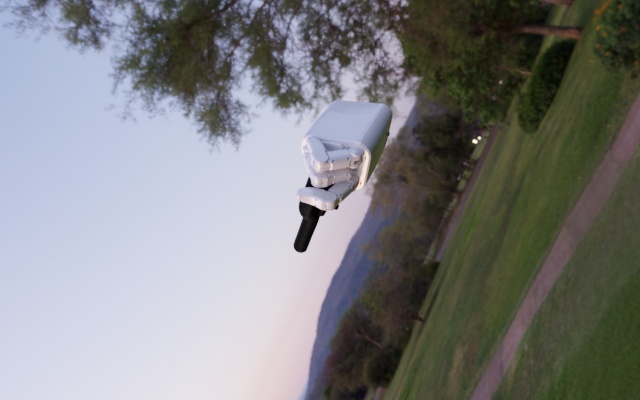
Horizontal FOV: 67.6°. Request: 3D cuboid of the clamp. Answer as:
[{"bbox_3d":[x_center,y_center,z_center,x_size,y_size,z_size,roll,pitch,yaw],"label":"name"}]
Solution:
[{"bbox_3d":[0.000,0.002,0.780,0.039,0.120,0.172,27,-36,11],"label":"clamp"}]
